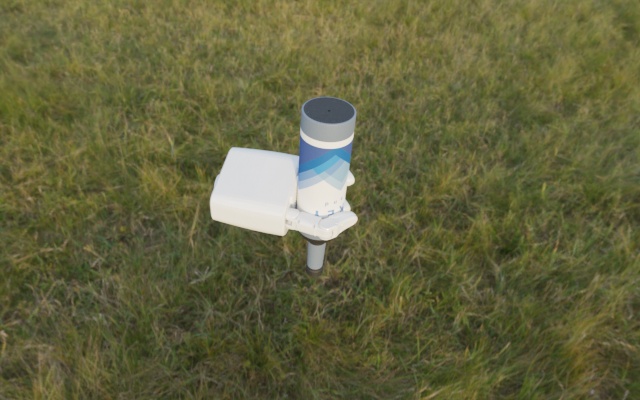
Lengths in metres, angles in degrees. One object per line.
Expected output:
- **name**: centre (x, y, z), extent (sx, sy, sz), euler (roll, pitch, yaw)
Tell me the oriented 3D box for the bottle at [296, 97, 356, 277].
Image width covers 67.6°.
- **bottle**: centre (0.000, 0.002, 0.670), extent (0.069, 0.296, 0.069), euler (3, 41, -3)
